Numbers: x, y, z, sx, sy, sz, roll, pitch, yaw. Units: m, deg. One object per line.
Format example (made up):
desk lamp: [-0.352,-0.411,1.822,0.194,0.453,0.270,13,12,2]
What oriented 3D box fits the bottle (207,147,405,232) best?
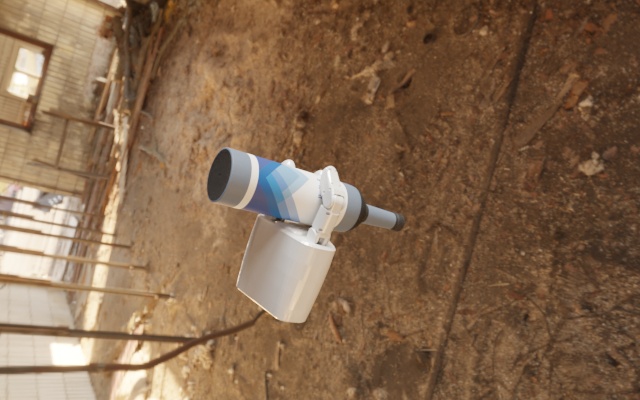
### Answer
bottle: [0.000,0.002,0.633,0.296,0.069,0.069,15,-9,-35]
